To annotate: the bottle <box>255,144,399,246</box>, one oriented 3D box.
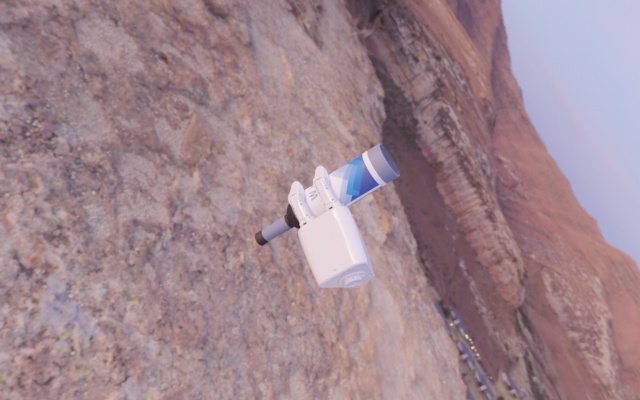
[{"bbox_3d":[0.000,0.003,0.869,0.296,0.069,0.069,-32,-12,19],"label":"bottle"}]
